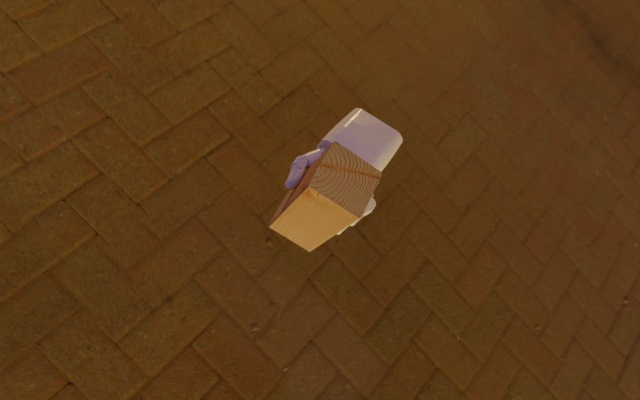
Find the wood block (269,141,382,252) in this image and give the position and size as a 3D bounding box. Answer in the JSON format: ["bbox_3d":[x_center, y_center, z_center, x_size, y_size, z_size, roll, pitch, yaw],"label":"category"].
[{"bbox_3d":[0.000,0.002,0.772,0.091,0.090,0.206,33,-28,-8],"label":"wood block"}]
